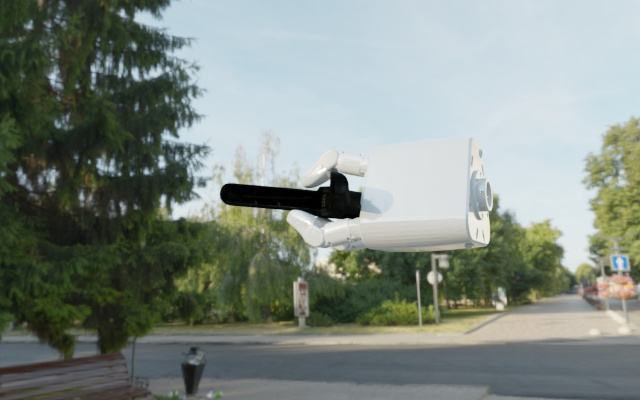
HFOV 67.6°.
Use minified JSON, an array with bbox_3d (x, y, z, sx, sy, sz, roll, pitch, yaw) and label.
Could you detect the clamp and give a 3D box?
[{"bbox_3d":[0.001,0.001,0.560,0.164,0.036,0.210,-1,-9,31],"label":"clamp"}]
